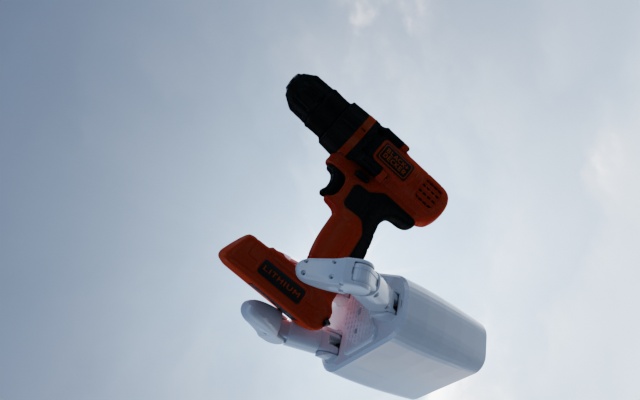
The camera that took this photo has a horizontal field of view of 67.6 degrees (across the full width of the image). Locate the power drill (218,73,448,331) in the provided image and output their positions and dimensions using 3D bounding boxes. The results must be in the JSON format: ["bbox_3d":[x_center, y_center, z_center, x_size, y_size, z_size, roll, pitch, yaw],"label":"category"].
[{"bbox_3d":[0.000,0.002,0.419,0.184,0.187,0.057,41,-16,-3],"label":"power drill"}]
